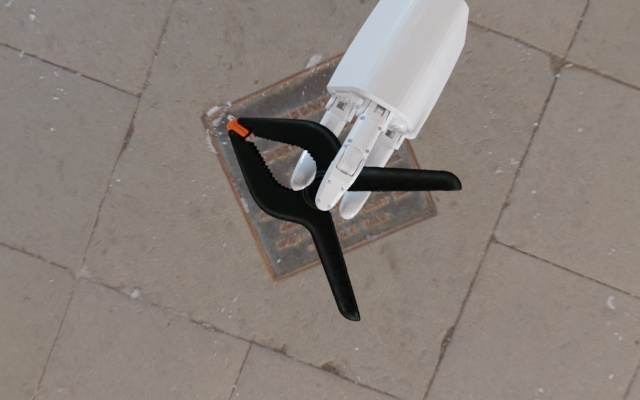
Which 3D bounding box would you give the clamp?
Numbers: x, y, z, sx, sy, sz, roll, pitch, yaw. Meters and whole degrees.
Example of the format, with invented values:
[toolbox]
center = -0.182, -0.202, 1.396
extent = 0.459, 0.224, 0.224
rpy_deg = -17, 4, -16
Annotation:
[clamp]
center = 0.000, 0.001, 0.434
extent = 0.210, 0.164, 0.036
rpy_deg = 30, 4, -3
